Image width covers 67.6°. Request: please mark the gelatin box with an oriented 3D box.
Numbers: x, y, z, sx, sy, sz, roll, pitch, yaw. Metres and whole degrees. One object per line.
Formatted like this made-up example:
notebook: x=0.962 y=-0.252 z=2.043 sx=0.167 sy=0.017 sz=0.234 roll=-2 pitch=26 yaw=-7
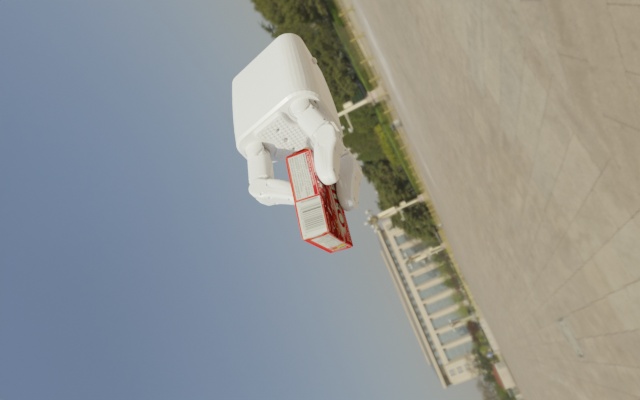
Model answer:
gelatin box: x=0.000 y=0.002 z=0.471 sx=0.030 sy=0.089 sz=0.073 roll=-19 pitch=-21 yaw=15
